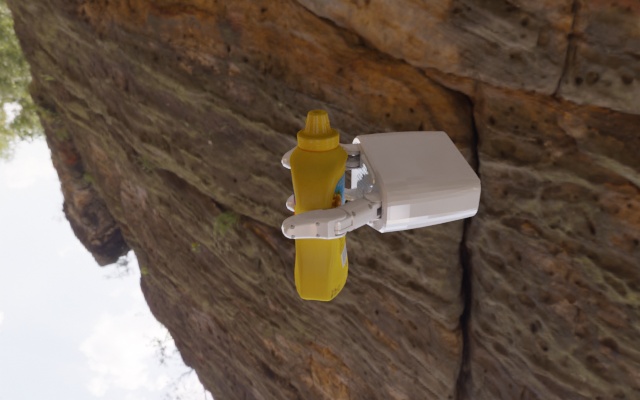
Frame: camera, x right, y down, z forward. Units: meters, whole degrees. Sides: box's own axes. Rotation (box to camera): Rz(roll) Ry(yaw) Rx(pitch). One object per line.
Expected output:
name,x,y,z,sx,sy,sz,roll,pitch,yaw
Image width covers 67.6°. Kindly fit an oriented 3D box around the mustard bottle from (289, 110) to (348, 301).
mustard bottle,0.000,0.002,0.497,0.058,0.192,0.096,4,27,10
